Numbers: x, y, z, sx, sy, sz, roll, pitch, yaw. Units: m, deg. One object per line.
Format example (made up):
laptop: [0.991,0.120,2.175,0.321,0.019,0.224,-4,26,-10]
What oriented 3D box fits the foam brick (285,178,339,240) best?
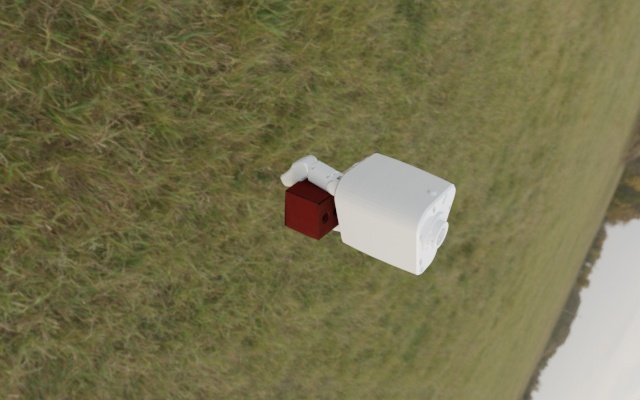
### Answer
foam brick: [0.000,0.002,0.582,0.051,0.053,0.078,24,40,29]
